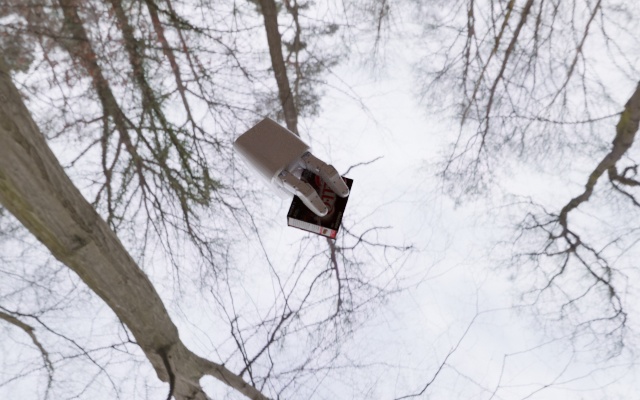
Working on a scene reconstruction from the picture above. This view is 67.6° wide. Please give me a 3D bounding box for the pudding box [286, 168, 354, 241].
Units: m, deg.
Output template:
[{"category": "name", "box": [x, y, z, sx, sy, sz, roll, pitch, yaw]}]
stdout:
[{"category": "pudding box", "box": [0.000, 0.003, 0.811, 0.090, 0.113, 0.039, 15, -31, 5]}]
